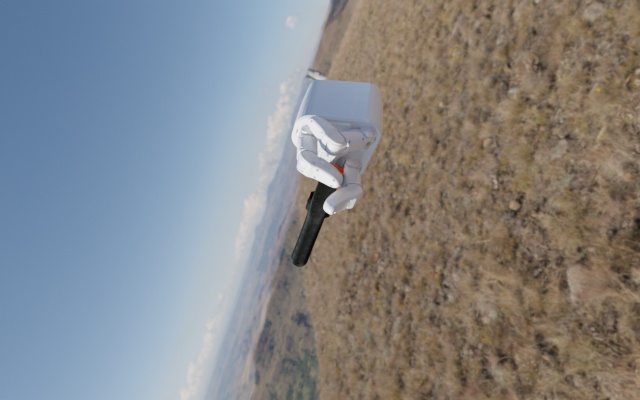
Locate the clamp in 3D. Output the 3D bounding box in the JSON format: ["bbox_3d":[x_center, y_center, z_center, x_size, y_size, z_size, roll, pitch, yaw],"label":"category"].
[{"bbox_3d":[0.000,0.002,0.669,0.039,0.172,0.120,18,43,-7],"label":"clamp"}]
